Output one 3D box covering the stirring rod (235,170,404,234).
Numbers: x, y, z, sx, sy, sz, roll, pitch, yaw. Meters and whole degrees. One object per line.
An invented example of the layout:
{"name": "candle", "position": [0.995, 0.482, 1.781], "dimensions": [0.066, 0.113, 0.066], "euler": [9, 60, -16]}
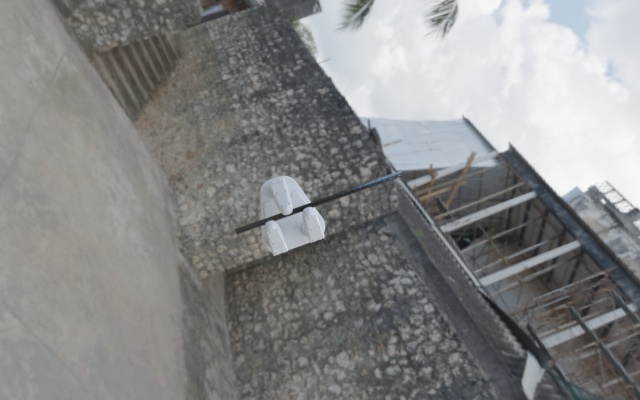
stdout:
{"name": "stirring rod", "position": [0.000, 0.002, 0.649], "dimensions": [0.239, 0.011, 0.011], "euler": [-19, 2, -5]}
